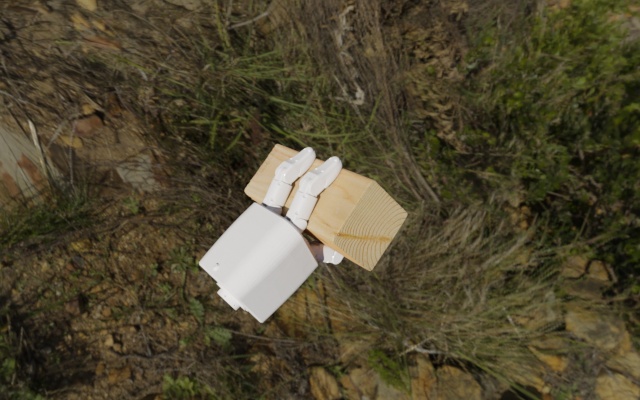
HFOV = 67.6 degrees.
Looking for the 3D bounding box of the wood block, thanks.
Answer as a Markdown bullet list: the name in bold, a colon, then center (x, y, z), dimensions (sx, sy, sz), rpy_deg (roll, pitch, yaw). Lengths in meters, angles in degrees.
- **wood block**: center (0.000, 0.003, 0.647), dimensions (0.206, 0.090, 0.091), rpy_deg (26, -11, 47)
